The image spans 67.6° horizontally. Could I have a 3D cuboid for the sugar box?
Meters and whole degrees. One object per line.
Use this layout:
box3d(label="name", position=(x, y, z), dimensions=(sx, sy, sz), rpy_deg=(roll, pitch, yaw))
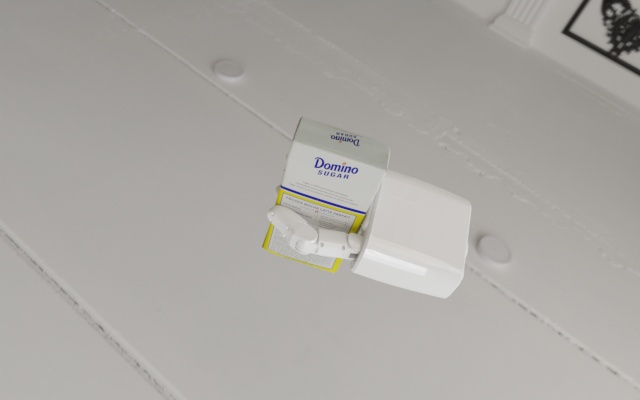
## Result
box3d(label="sugar box", position=(0.000, 0.001, 0.504), dimensions=(0.093, 0.048, 0.176), rpy_deg=(18, -45, -4))
